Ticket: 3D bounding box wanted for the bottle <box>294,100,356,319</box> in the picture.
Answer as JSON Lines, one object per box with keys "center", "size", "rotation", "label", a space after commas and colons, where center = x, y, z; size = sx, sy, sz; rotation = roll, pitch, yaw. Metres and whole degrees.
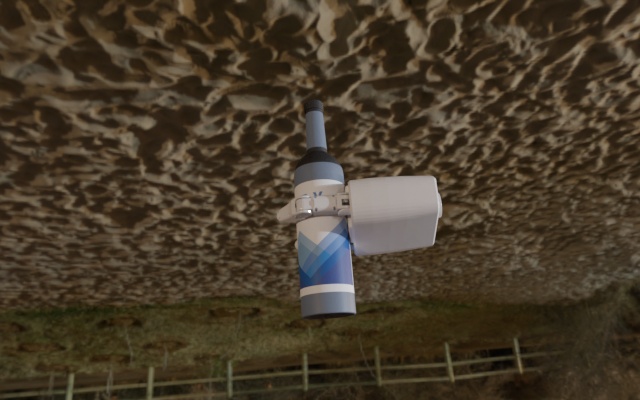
{"center": [0.000, 0.002, 0.629], "size": [0.069, 0.295, 0.069], "rotation": [-4, -19, -1], "label": "bottle"}
